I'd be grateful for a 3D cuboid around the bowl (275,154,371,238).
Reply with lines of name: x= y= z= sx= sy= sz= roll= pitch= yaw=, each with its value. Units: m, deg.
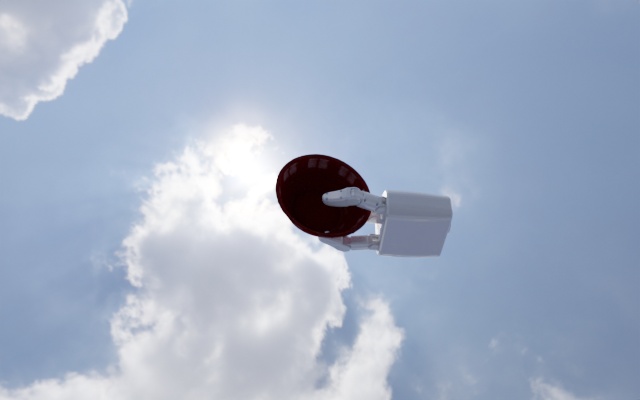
bowl: x=-0.001 y=0.002 z=0.786 sx=0.162 sy=0.162 sz=0.055 roll=0 pitch=-33 yaw=-19
